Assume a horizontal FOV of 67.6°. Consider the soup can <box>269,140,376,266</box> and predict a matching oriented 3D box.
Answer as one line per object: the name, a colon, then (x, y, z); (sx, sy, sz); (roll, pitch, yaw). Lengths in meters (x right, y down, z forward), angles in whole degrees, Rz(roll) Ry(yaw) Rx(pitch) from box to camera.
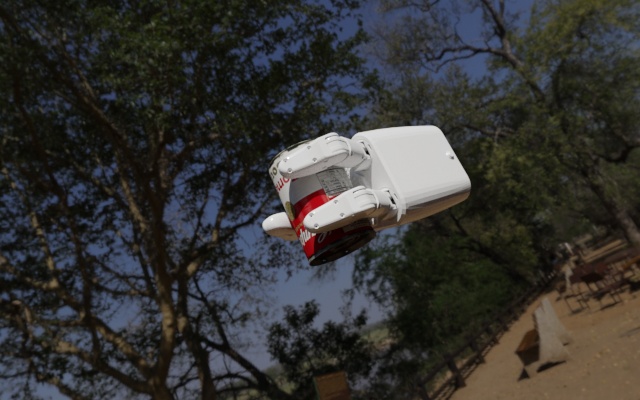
soup can: (-0.001, 0.001, 0.451); (0.068, 0.102, 0.068); (-23, -17, -7)
